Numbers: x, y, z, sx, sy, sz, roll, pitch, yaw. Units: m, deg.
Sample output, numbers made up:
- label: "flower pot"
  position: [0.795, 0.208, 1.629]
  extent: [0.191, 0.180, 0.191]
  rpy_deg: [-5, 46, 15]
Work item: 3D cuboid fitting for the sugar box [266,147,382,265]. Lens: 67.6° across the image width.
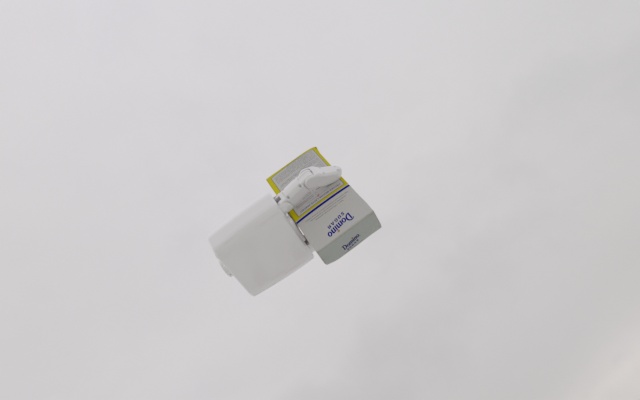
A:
- label: "sugar box"
  position: [0.000, 0.003, 0.678]
  extent: [0.093, 0.176, 0.048]
  rpy_deg: [-35, -42, -2]
